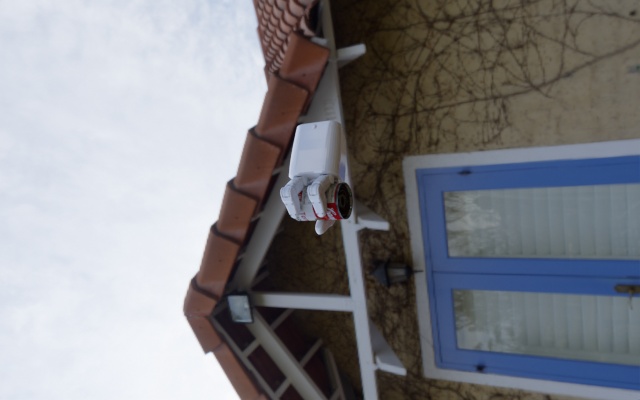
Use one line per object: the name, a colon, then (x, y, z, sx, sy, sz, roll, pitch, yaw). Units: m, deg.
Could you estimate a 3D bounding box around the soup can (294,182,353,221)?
soup can: (0.000, 0.003, 0.885, 0.102, 0.068, 0.068, -3, -1, 27)
